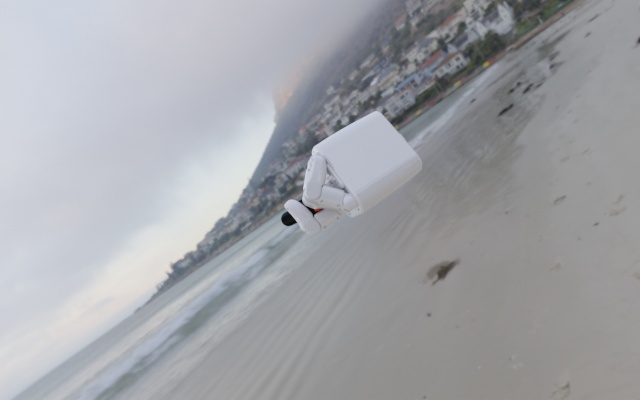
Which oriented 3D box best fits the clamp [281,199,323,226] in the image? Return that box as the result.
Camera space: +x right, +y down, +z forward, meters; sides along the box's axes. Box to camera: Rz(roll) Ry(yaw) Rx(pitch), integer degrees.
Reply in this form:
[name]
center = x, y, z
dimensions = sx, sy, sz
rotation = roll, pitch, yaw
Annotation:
[clamp]
center = 0.000, 0.002, 0.745
dimensions = 0.120, 0.039, 0.171
rotation = -31, 1, -12
